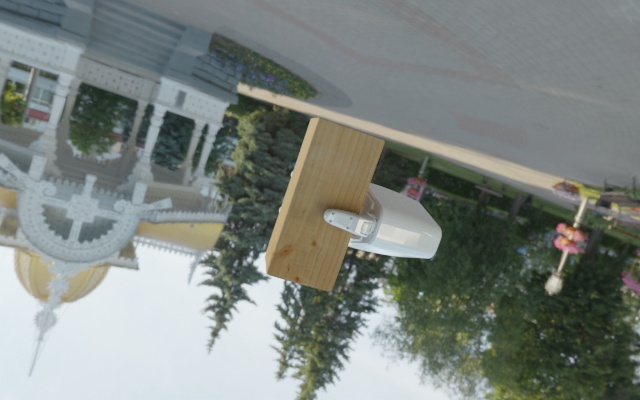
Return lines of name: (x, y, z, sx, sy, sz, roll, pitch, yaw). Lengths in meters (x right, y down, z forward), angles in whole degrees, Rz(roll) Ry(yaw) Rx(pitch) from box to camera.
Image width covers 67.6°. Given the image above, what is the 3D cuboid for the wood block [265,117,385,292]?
wood block: (0.000, 0.002, 0.635, 0.090, 0.206, 0.091, 18, 6, -11)
